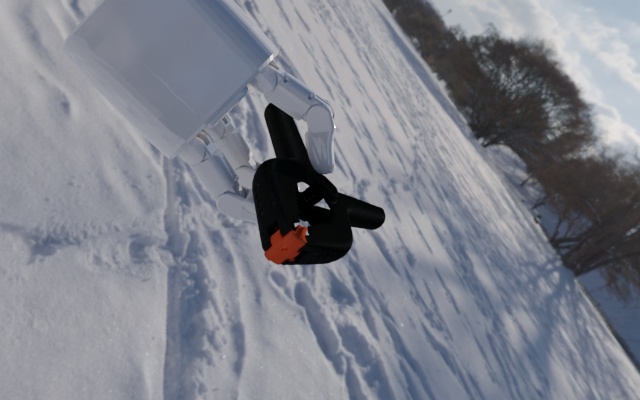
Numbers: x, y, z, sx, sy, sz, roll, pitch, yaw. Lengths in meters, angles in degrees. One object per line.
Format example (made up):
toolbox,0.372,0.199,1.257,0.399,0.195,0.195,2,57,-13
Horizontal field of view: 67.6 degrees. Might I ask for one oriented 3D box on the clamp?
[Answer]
clamp,0.000,0.001,0.401,0.036,0.164,0.210,-41,16,20
